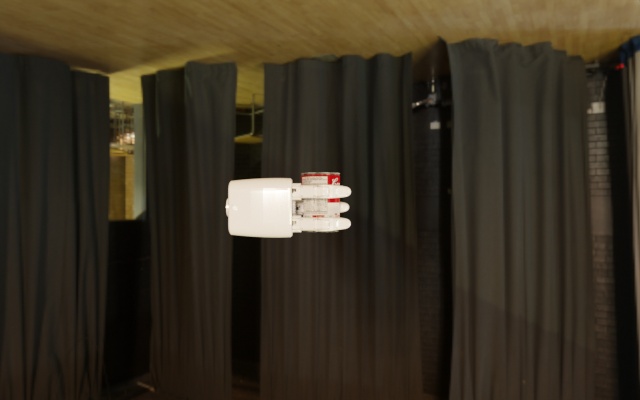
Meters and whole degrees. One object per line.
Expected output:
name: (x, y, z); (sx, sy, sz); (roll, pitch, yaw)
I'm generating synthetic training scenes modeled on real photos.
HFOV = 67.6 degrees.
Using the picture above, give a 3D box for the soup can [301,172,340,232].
soup can: (0.001, 0.003, 0.840); (0.068, 0.102, 0.068); (0, 0, 0)
